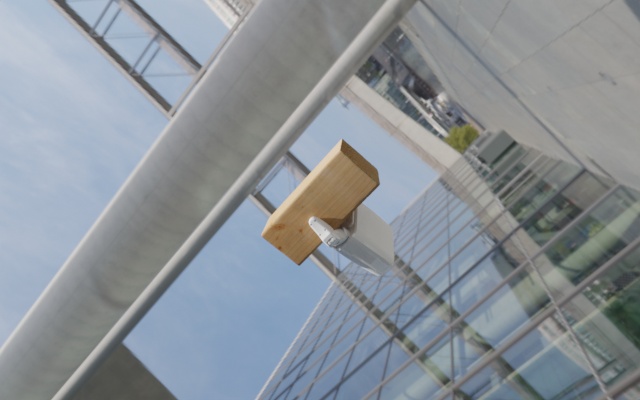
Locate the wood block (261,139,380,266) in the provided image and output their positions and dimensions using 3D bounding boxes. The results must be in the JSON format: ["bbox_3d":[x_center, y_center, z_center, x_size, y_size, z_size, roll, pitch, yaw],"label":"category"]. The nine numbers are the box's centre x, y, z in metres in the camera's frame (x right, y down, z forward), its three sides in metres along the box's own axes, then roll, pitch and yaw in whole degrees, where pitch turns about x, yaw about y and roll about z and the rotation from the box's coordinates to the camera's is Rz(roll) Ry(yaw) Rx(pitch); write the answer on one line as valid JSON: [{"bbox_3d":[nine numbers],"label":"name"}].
[{"bbox_3d":[0.000,0.003,0.841,0.090,0.206,0.090,40,18,-10],"label":"wood block"}]
